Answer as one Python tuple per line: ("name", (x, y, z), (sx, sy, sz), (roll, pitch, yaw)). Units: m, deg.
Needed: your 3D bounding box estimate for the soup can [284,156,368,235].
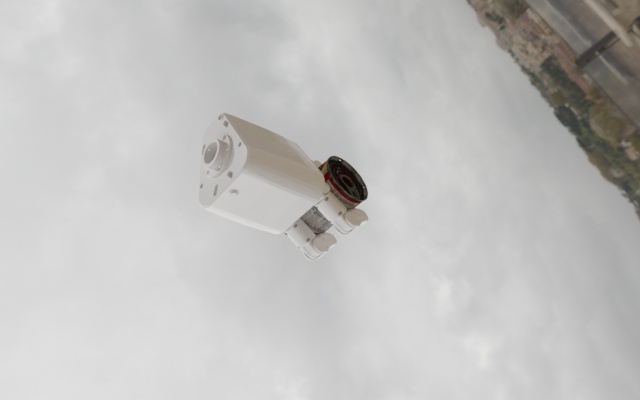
("soup can", (0.000, 0.002, 0.600), (0.102, 0.068, 0.068), (-41, -22, 28))
